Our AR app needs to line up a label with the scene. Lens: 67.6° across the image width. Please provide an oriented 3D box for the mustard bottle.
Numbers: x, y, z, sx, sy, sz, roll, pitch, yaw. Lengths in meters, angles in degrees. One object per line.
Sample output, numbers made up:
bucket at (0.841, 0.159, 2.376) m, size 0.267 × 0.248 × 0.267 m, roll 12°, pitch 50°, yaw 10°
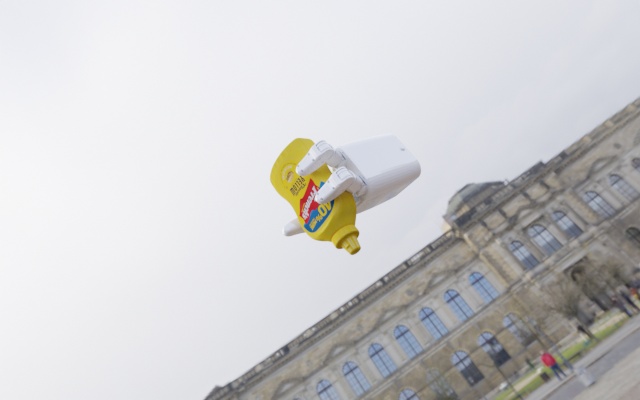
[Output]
mustard bottle at (0.000, 0.002, 0.706) m, size 0.058 × 0.191 × 0.096 m, roll 0°, pitch -44°, yaw -49°
